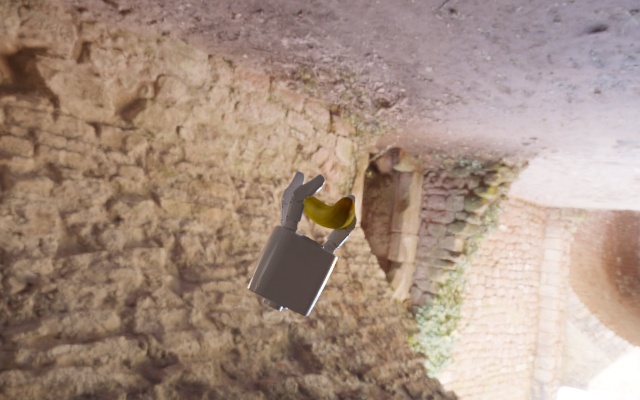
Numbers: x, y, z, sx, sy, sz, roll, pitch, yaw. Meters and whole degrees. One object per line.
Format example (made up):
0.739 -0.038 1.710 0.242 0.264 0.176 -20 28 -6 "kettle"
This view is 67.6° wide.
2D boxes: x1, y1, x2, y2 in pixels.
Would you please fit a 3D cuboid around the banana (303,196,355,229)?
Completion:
0.009 0.015 0.755 0.037 0.070 0.198 -45 23 -15 "banana"
